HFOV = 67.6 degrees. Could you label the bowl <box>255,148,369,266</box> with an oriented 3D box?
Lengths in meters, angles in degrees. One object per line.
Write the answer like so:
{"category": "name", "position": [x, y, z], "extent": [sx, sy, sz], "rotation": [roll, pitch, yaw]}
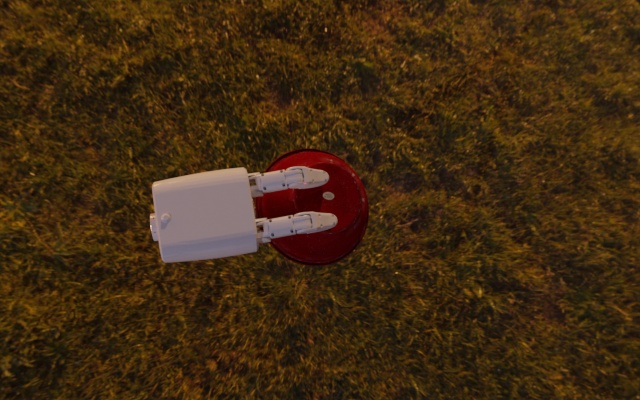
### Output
{"category": "bowl", "position": [0.001, 0.001, 0.616], "extent": [0.162, 0.162, 0.055], "rotation": [0, -13, -21]}
